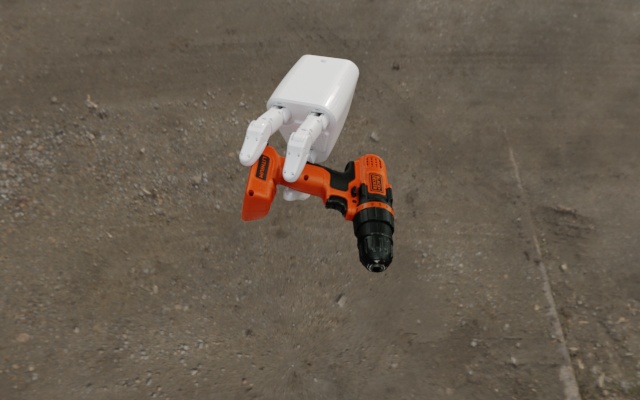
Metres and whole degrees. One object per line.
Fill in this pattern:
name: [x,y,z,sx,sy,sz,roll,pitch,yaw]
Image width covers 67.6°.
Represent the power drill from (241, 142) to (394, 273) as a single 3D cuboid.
power drill: [0.000,0.002,0.597,0.187,0.057,0.184,11,43,-9]
